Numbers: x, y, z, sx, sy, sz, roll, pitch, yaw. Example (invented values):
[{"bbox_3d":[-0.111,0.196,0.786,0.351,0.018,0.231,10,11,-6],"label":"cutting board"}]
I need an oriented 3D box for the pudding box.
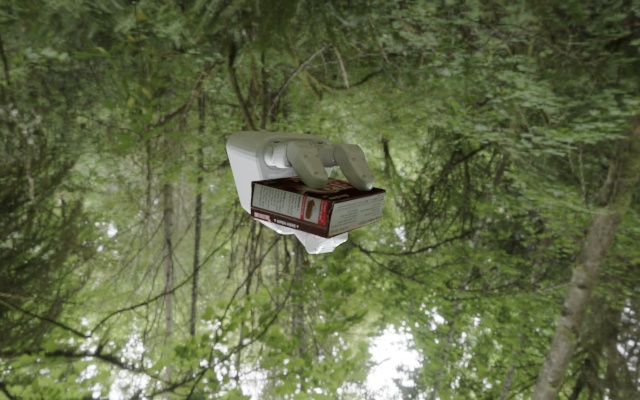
[{"bbox_3d":[0.000,0.002,0.466,0.090,0.039,0.113,13,15,29],"label":"pudding box"}]
